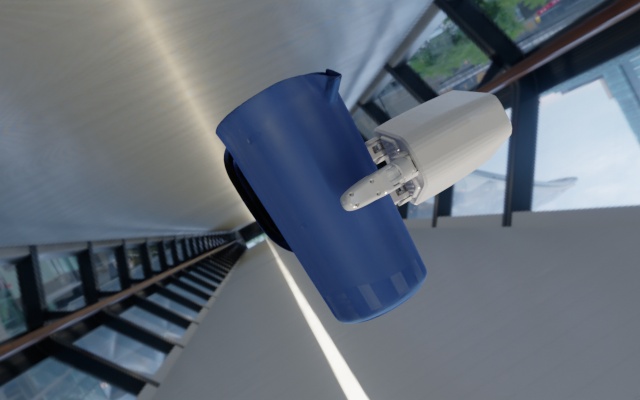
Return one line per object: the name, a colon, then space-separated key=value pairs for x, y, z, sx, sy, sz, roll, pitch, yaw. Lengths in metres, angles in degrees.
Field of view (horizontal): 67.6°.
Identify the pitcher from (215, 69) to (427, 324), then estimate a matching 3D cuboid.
pitcher: x=0.000 y=0.002 z=0.501 sx=0.145 sy=0.243 sz=0.149 roll=-29 pitch=2 yaw=-6
